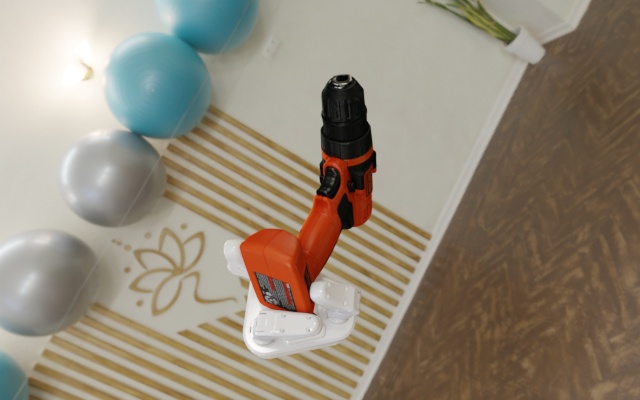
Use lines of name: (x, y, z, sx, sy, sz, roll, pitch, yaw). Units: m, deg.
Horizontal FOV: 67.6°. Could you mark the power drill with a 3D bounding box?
power drill: (0.000, 0.002, 0.447, 0.057, 0.185, 0.187, 15, 50, 24)
